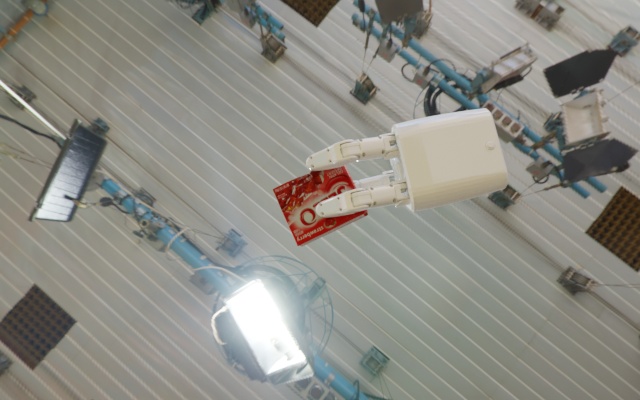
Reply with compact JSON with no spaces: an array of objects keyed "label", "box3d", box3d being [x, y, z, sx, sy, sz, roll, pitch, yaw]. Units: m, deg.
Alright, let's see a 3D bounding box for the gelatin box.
[{"label":"gelatin box","box3d":[0.000,0.002,0.551,0.089,0.073,0.030,-26,-10,5]}]
